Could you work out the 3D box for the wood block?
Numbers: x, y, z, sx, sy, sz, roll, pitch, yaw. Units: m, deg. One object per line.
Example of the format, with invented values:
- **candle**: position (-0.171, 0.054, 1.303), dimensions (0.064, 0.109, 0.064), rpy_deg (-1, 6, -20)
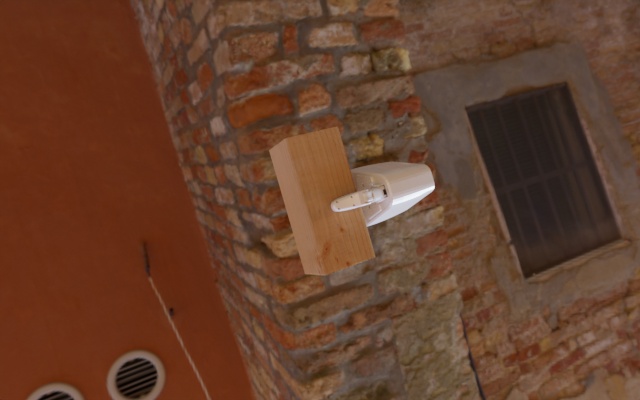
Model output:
- **wood block**: position (0.001, 0.002, 0.738), dimensions (0.090, 0.206, 0.091), rpy_deg (-16, 0, -23)
